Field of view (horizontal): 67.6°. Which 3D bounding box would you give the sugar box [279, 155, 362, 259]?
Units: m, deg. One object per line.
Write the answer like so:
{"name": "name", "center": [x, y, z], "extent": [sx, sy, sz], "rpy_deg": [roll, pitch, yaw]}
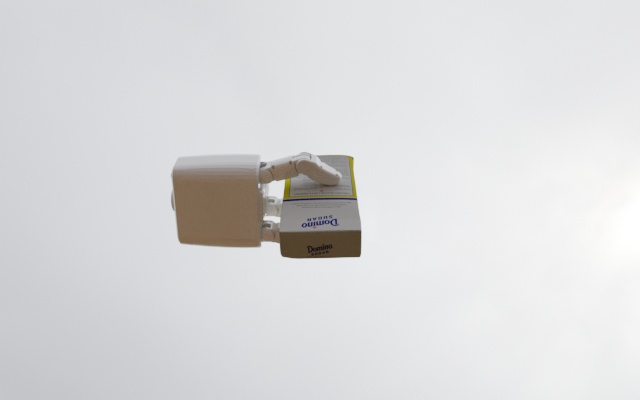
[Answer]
{"name": "sugar box", "center": [0.000, 0.002, 0.598], "extent": [0.093, 0.048, 0.176], "rpy_deg": [-1, 36, 1]}
